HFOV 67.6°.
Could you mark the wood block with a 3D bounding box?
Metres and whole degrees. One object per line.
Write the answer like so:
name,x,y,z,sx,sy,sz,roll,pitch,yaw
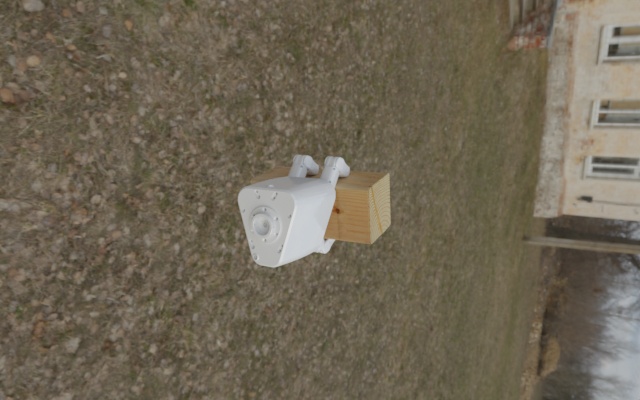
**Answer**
wood block,0.000,0.003,0.773,0.206,0.091,0.090,6,21,27
